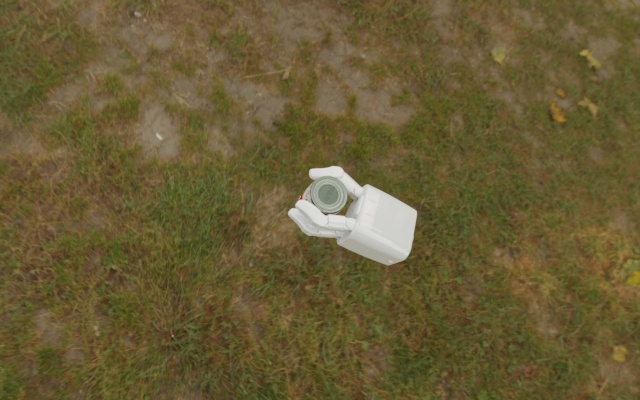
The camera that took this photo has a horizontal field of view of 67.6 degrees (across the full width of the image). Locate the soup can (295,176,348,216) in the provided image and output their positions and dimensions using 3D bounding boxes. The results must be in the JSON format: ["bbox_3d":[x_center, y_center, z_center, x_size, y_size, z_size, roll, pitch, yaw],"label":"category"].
[{"bbox_3d":[0.000,0.002,0.839,0.068,0.068,0.102,0,-15,-17],"label":"soup can"}]
